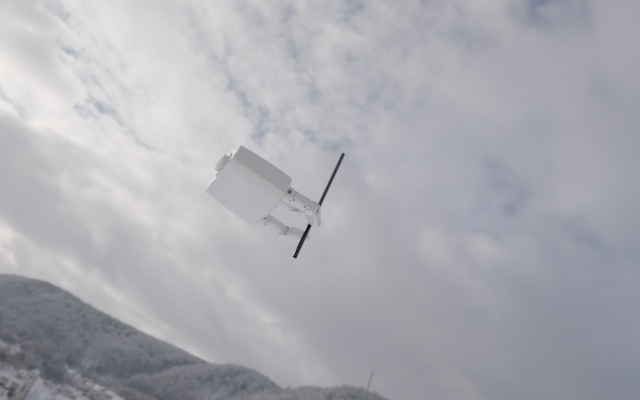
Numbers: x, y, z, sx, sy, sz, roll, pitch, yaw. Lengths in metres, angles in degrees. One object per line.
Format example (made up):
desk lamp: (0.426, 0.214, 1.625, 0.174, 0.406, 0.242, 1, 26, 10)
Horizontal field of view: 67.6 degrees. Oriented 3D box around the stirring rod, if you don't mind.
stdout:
stirring rod: (0.000, 0.003, 0.873, 0.011, 0.239, 0.011, 18, -31, 12)
